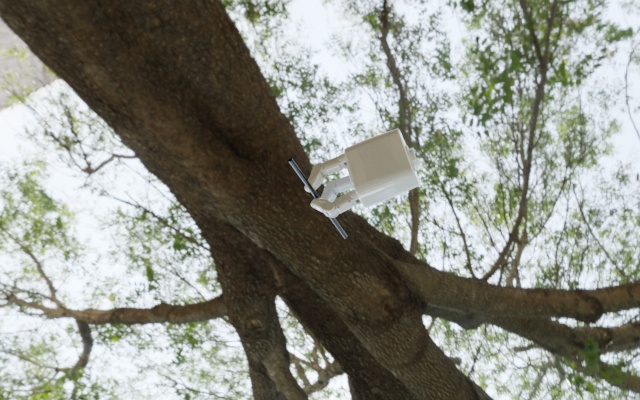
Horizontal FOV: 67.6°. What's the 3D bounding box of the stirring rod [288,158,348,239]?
[{"bbox_3d":[0.000,0.003,0.891,0.011,0.011,0.240,0,-36,32],"label":"stirring rod"}]
